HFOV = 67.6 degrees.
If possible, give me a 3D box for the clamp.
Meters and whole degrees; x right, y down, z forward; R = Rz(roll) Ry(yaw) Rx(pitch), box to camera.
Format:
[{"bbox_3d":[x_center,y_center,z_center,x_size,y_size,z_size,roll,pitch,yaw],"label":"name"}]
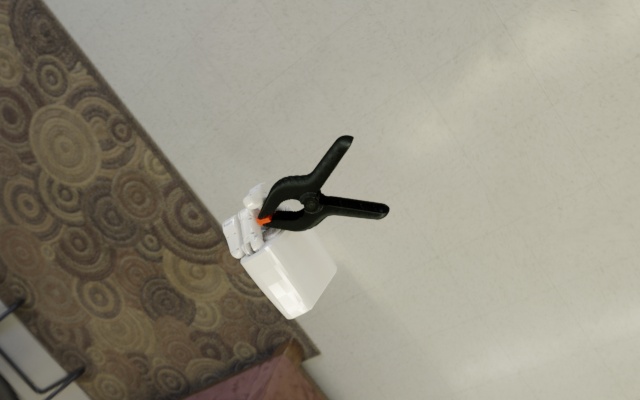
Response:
[{"bbox_3d":[0.000,0.002,0.613,0.171,0.120,0.039,-28,17,26],"label":"clamp"}]
